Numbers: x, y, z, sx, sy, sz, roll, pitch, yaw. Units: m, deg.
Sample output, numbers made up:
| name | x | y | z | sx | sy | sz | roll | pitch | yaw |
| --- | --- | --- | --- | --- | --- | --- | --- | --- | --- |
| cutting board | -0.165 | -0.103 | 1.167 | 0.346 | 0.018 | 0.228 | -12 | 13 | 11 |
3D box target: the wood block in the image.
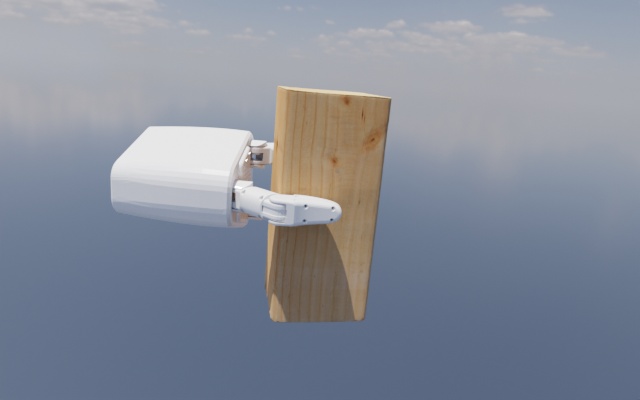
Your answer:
| name | x | y | z | sx | sy | sz | roll | pitch | yaw |
| --- | --- | --- | --- | --- | --- | --- | --- | --- | --- |
| wood block | 0.000 | 0.001 | 0.454 | 0.090 | 0.206 | 0.090 | 2 | 15 | -11 |
